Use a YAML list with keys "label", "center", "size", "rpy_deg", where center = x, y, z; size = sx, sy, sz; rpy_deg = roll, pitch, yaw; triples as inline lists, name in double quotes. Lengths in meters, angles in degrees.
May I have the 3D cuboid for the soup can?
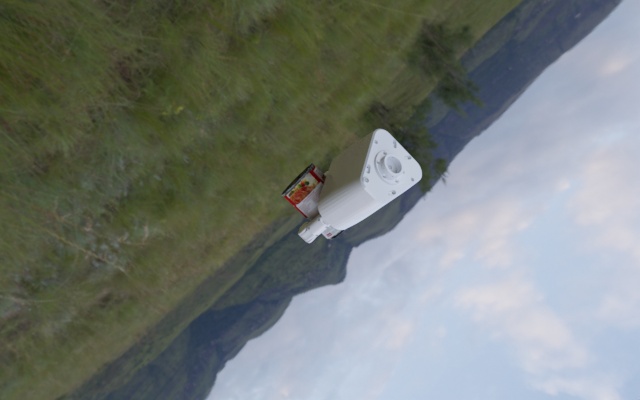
- label: "soup can"
  center: [0.000, 0.003, 0.731]
  size: [0.102, 0.068, 0.068]
  rpy_deg: [44, -8, -8]
